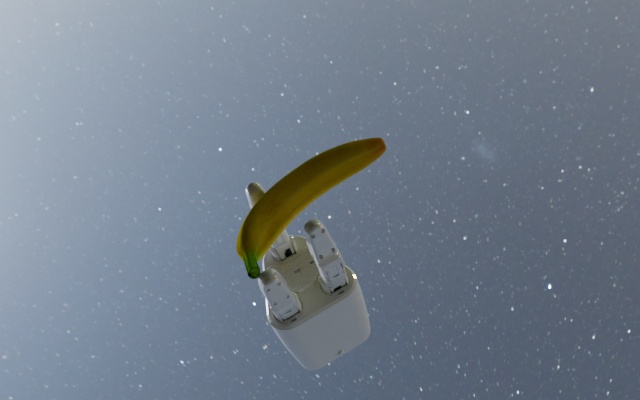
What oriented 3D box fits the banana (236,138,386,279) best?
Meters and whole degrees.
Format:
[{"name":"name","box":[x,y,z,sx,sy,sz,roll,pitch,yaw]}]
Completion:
[{"name":"banana","box":[-0.016,-0.002,0.458,0.069,0.037,0.197,23,56,35]}]
